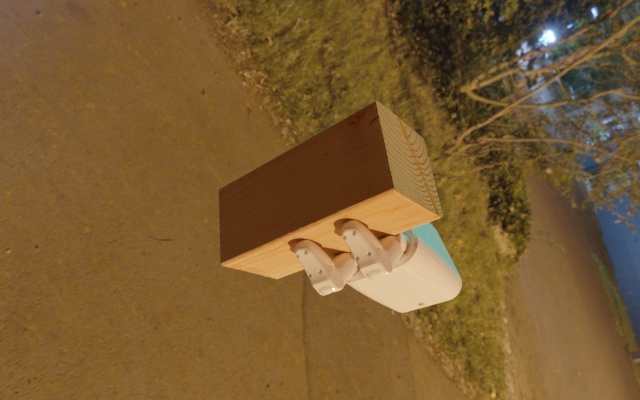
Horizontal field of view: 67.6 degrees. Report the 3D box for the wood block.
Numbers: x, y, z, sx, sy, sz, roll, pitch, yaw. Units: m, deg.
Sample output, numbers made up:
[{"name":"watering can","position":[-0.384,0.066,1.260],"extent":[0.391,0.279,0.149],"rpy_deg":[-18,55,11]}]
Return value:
[{"name":"wood block","position":[0.000,0.001,0.475],"extent":[0.206,0.090,0.090],"rpy_deg":[-25,-32,32]}]
